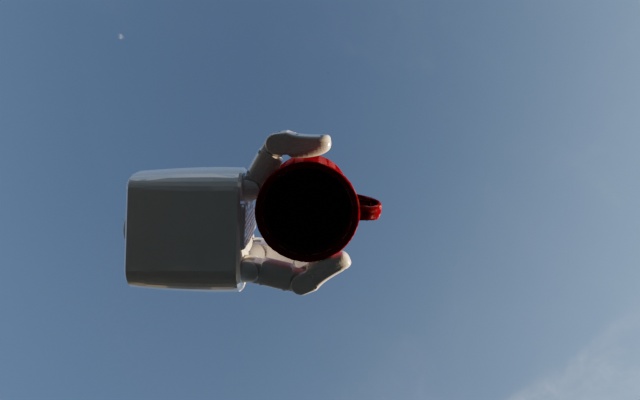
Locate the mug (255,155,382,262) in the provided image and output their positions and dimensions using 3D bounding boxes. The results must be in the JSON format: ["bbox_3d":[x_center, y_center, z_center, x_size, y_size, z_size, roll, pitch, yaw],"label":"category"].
[{"bbox_3d":[0.002,0.001,0.459,0.117,0.093,0.081,2,15,-1],"label":"mug"}]
